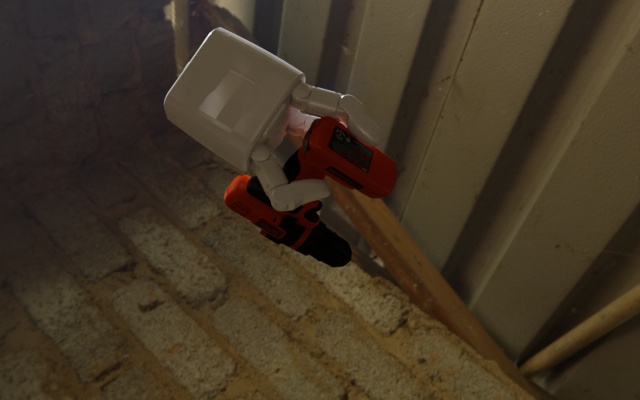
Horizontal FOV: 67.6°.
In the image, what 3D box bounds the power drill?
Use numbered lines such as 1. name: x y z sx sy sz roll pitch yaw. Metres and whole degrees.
1. power drill: 0.000 0.001 0.554 0.184 0.057 0.188 31 -43 -18
